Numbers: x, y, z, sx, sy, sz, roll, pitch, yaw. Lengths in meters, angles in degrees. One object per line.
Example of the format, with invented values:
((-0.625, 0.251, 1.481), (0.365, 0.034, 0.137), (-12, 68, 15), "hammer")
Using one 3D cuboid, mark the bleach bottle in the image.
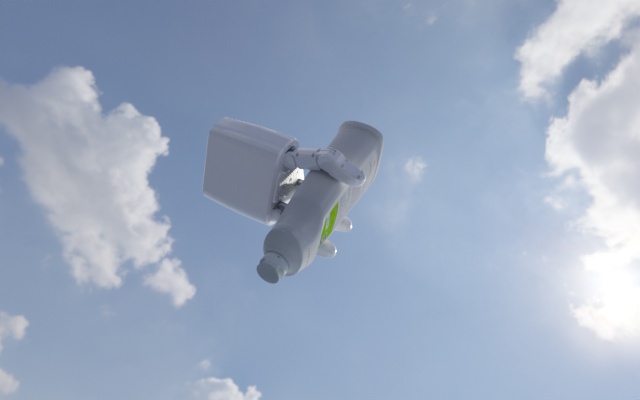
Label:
((0.000, 0.002, 0.589), (0.068, 0.103, 0.250), (21, 43, 17), "bleach bottle")
